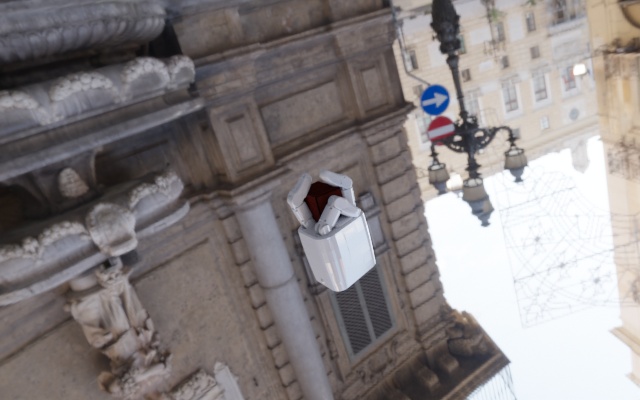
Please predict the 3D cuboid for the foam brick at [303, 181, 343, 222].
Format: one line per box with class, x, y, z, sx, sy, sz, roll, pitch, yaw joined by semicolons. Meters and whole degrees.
foam brick;0.000;0.003;0.836;0.053;0.051;0.078;-25;20;-23
